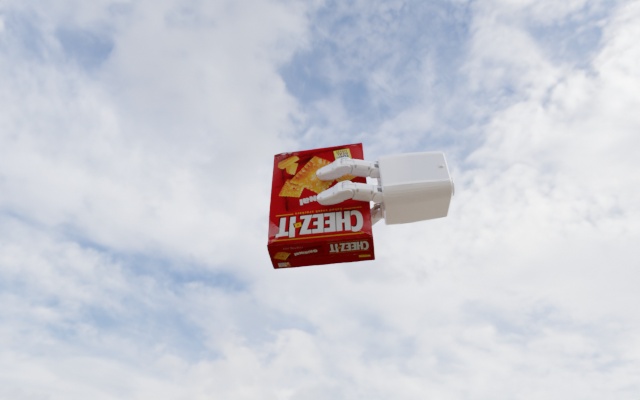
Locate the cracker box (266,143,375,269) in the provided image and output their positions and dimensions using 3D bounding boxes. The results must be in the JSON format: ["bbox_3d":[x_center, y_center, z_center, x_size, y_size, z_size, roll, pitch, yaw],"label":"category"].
[{"bbox_3d":[0.000,0.003,0.799,0.164,0.213,0.072,-6,-44,6],"label":"cracker box"}]
